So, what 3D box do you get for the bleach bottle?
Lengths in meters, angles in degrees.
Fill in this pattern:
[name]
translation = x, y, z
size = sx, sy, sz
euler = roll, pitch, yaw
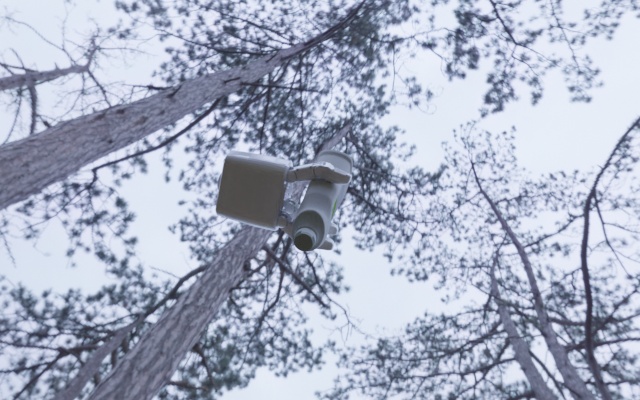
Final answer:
[bleach bottle]
translation = 0.000, 0.003, 0.781
size = 0.068, 0.103, 0.250
euler = 14, 25, 5
